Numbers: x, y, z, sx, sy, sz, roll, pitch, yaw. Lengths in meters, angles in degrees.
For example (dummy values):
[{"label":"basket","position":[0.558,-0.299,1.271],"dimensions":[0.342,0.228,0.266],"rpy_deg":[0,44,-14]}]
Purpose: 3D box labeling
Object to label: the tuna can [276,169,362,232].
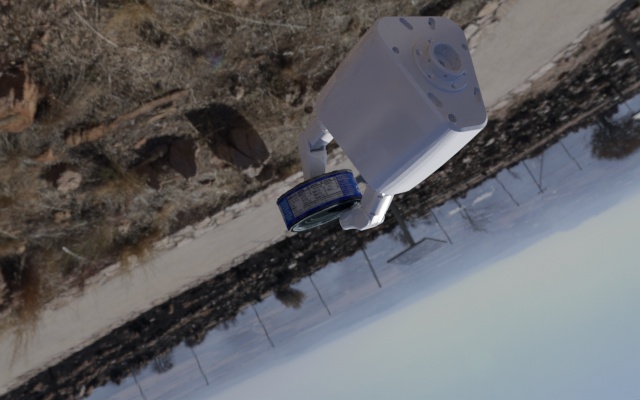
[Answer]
[{"label":"tuna can","position":[0.000,0.002,0.491],"dimensions":[0.086,0.033,0.086],"rpy_deg":[-22,-11,-5]}]
